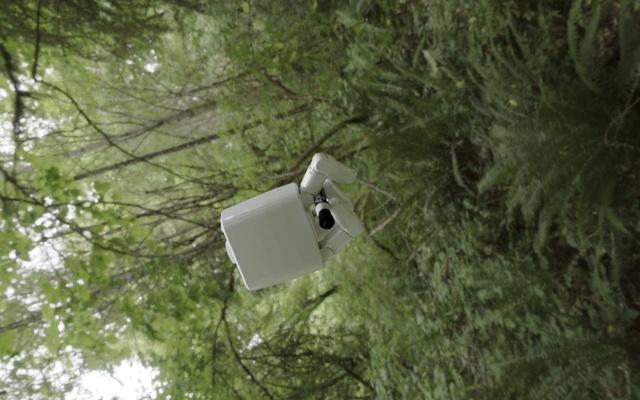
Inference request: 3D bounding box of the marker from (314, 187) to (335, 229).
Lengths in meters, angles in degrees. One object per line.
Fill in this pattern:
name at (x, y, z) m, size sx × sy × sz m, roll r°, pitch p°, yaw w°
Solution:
marker at (0.000, 0.002, 0.601) m, size 0.020 × 0.020 × 0.121 m, roll 0°, pitch 26°, yaw -9°
